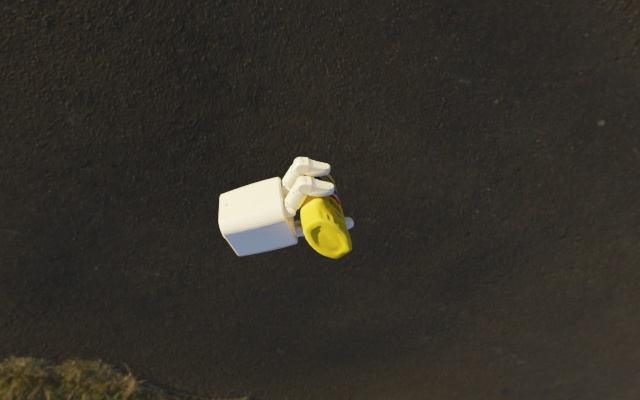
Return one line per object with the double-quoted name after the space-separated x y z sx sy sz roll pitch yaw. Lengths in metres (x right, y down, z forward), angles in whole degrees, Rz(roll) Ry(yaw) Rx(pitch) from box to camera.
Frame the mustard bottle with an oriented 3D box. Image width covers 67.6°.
0.000 0.003 0.799 0.058 0.191 0.096 -34 -54 17 "mustard bottle"
